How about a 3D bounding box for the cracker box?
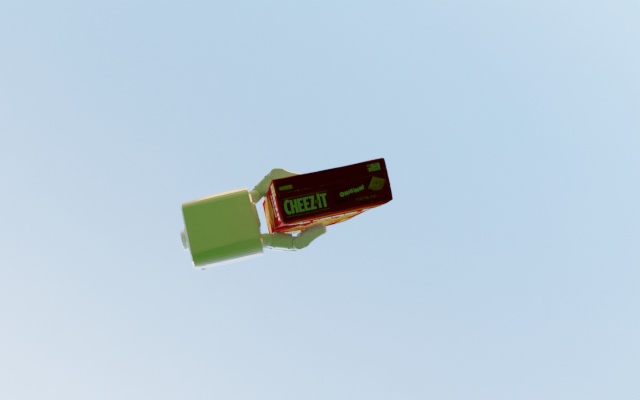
[{"bbox_3d":[0.000,0.002,0.752,0.164,0.072,0.214,-12,-6,-12],"label":"cracker box"}]
